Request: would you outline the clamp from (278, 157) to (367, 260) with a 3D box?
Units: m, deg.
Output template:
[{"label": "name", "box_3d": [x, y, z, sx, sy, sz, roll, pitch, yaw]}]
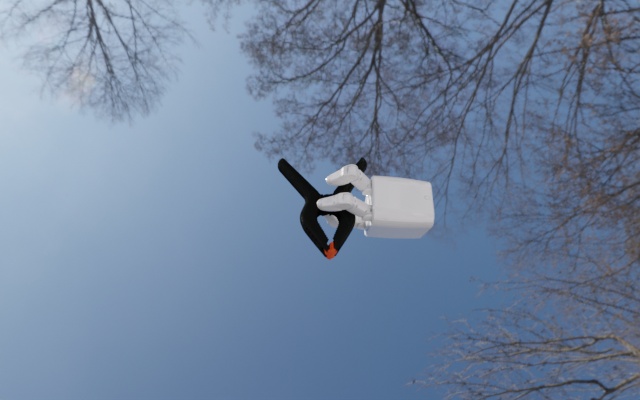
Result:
[{"label": "clamp", "box_3d": [0.000, 0.004, 0.833, 0.164, 0.209, 0.036, 4, -35, -1]}]
